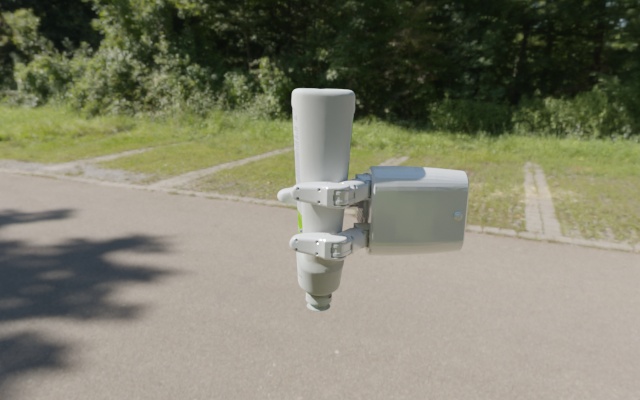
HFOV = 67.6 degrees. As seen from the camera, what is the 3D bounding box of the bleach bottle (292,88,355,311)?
[{"bbox_3d":[0.000,0.002,0.545,0.068,0.251,0.102,0,14,-4],"label":"bleach bottle"}]
